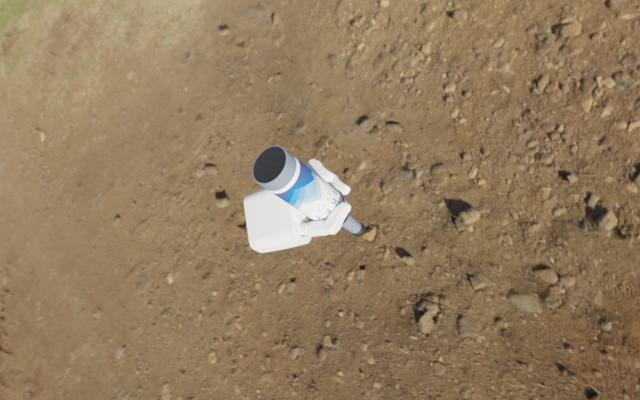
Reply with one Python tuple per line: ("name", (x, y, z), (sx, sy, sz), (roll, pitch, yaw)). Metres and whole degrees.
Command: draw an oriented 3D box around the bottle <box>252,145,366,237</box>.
("bottle", (0.000, 0.003, 0.831), (0.069, 0.069, 0.296), (0, -23, 35))
